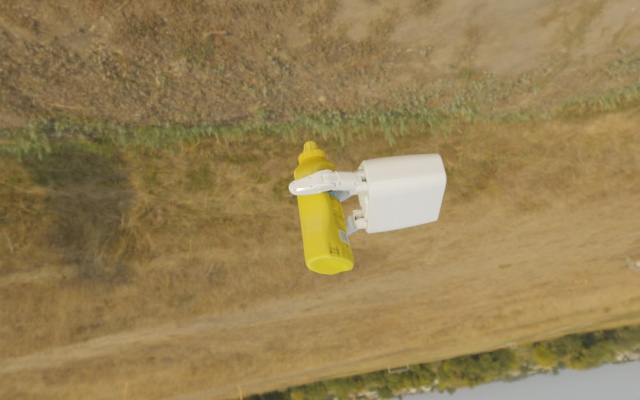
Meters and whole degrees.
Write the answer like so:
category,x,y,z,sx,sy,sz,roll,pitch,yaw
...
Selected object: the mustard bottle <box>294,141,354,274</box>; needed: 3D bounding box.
category,x,y,z,sx,sy,sz,roll,pitch,yaw
mustard bottle,0.000,0.003,0.672,0.058,0.191,0.096,-18,-24,19
